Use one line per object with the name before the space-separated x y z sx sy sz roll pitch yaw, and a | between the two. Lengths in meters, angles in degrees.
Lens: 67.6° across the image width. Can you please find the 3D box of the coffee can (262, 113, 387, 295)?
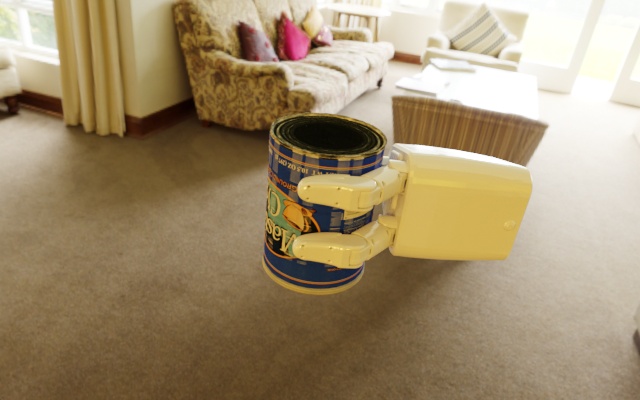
coffee can | 0.000 0.002 0.447 0.103 0.140 0.102 5 29 -3
